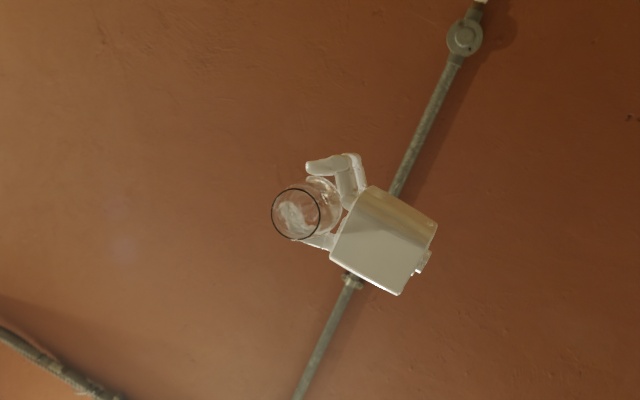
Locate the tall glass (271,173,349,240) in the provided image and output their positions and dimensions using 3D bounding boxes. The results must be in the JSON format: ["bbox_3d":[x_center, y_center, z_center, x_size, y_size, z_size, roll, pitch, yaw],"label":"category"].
[{"bbox_3d":[0.000,0.002,0.646,0.079,0.079,0.201,0,8,18],"label":"tall glass"}]
